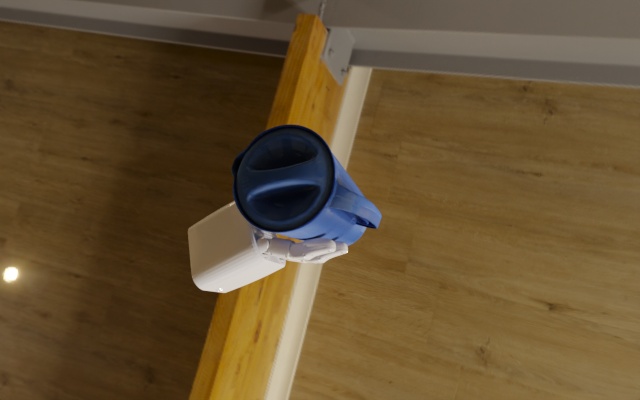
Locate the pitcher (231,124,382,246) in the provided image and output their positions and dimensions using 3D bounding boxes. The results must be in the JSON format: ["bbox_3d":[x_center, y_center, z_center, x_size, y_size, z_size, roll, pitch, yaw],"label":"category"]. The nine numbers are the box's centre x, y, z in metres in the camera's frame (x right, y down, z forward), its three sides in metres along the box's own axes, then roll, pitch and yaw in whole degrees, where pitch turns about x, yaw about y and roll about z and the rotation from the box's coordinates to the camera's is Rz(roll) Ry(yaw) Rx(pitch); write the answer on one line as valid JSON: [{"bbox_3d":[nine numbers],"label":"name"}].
[{"bbox_3d":[0.000,0.002,0.665,0.145,0.149,0.243,-28,-21,11],"label":"pitcher"}]
